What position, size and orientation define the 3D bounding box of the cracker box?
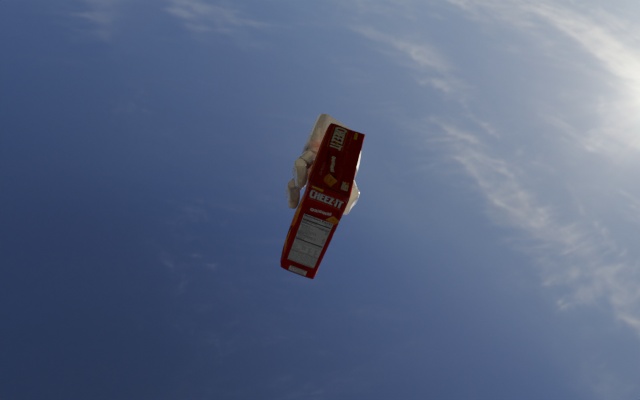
[{"bbox_3d":[0.000,0.003,0.810,0.072,0.214,0.164,19,44,-2],"label":"cracker box"}]
